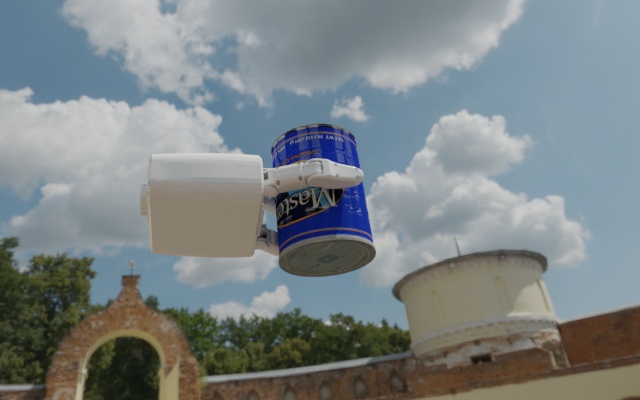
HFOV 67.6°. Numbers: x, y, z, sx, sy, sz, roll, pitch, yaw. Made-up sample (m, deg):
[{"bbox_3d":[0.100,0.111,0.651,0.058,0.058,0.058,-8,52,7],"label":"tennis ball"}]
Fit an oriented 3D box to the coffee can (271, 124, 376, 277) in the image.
[{"bbox_3d":[0.000,0.002,0.531,0.103,0.140,0.103,-5,-28,-3],"label":"coffee can"}]
